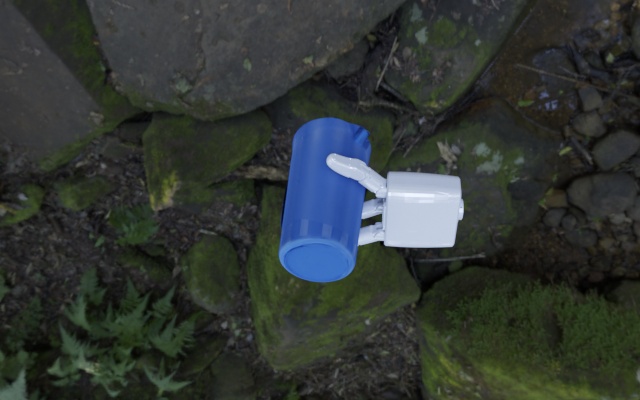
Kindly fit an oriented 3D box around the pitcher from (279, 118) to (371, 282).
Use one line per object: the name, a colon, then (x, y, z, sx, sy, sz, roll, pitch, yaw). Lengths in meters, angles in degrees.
pitcher: (0.000, 0.002, 0.741, 0.145, 0.242, 0.149, 4, -41, 5)
